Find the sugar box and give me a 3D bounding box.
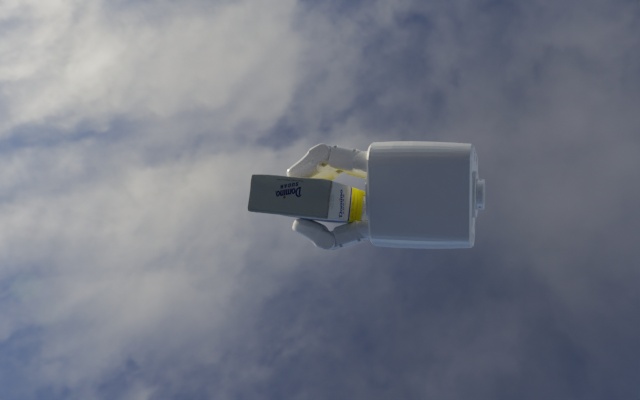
[{"bbox_3d":[0.000,0.001,0.557,0.093,0.048,0.176,5,-5,22],"label":"sugar box"}]
